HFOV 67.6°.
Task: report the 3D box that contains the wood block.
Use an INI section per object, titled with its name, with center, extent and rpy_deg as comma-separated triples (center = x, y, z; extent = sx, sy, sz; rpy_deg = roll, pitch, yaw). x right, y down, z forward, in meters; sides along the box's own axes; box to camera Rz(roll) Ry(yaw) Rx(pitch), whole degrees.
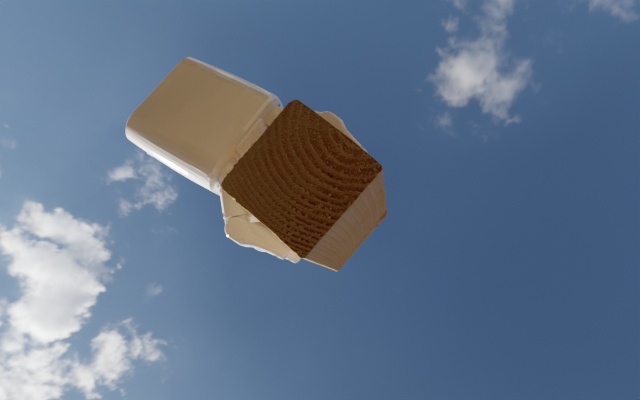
[wood block]
center = 0.000, 0.001, 0.448
extent = 0.090, 0.091, 0.206
rpy_deg = 40, -2, 14
